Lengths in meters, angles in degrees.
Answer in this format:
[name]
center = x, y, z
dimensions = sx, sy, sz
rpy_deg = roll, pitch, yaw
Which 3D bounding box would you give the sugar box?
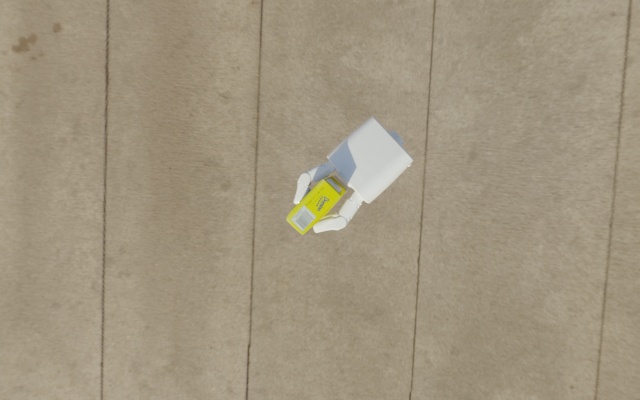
[sugar box]
center = 0.001, 0.003, 0.849
dimensions = 0.093, 0.048, 0.176
rpy_deg = -45, -4, 10
